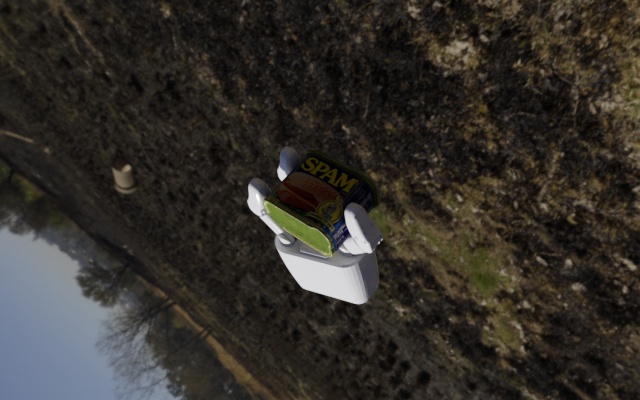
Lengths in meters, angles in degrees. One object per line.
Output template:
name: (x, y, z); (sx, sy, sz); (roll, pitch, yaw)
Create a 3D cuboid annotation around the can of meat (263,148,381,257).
can of meat: (0.000, 0.002, 0.524); (0.102, 0.084, 0.057); (29, -25, 29)
